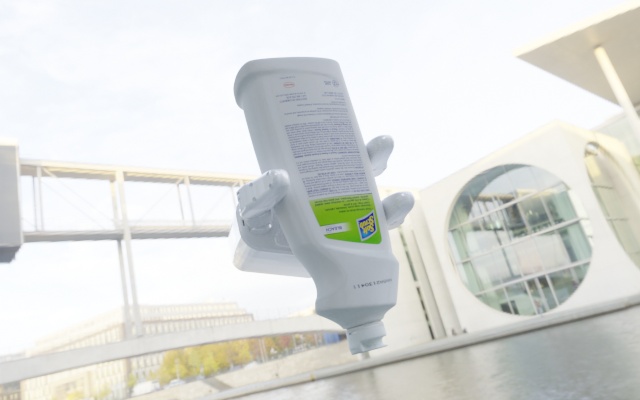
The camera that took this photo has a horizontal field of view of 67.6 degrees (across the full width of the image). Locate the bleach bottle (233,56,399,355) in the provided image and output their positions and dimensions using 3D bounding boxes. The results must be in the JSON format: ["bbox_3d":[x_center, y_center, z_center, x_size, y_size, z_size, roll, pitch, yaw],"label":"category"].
[{"bbox_3d":[0.000,0.001,0.403,0.102,0.250,0.068,-8,-19,-20],"label":"bleach bottle"}]
